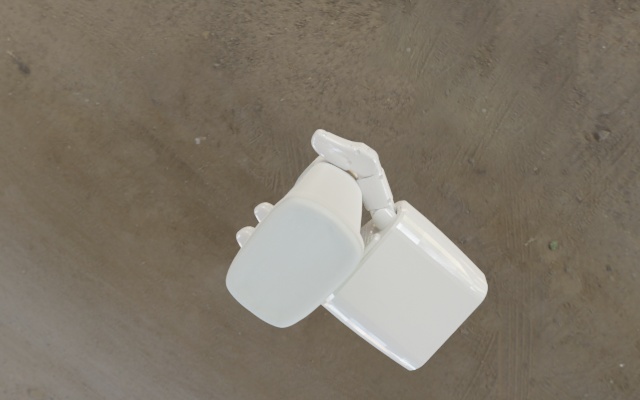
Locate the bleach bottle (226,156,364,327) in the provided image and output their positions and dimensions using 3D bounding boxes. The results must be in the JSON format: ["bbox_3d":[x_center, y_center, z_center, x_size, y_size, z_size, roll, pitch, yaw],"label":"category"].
[{"bbox_3d":[0.000,0.001,0.428,0.068,0.102,0.250,39,23,-6],"label":"bleach bottle"}]
